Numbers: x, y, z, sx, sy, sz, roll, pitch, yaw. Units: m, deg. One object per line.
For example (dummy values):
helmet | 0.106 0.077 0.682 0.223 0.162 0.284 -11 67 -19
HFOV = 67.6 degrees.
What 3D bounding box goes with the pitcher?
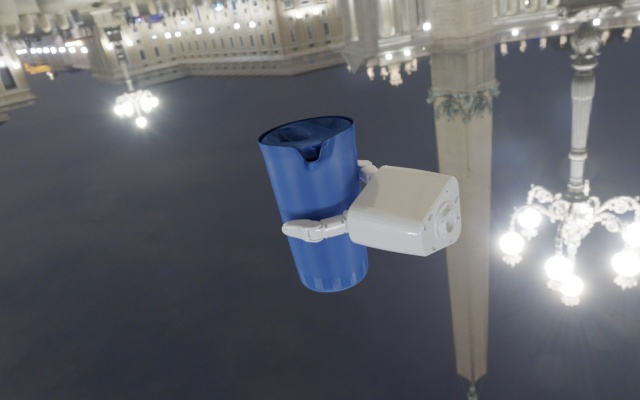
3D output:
pitcher | 0.000 0.002 0.704 0.145 0.243 0.149 9 30 39
